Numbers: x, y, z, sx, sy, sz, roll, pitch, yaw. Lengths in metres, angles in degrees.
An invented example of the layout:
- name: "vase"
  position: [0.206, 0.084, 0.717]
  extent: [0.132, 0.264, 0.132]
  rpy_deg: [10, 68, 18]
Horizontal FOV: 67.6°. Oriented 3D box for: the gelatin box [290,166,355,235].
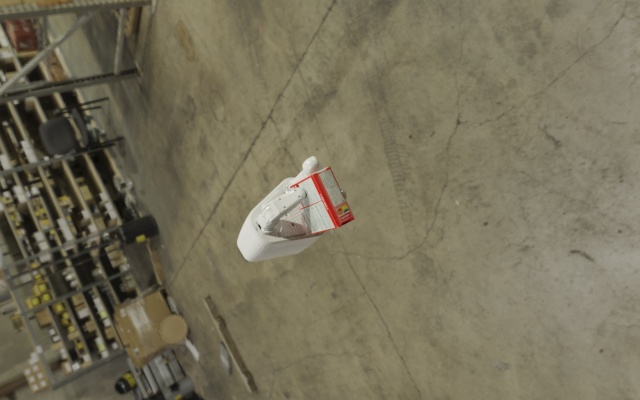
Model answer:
- name: "gelatin box"
  position: [0.000, 0.002, 0.619]
  extent: [0.030, 0.073, 0.089]
  rpy_deg: [-26, 2, -25]
